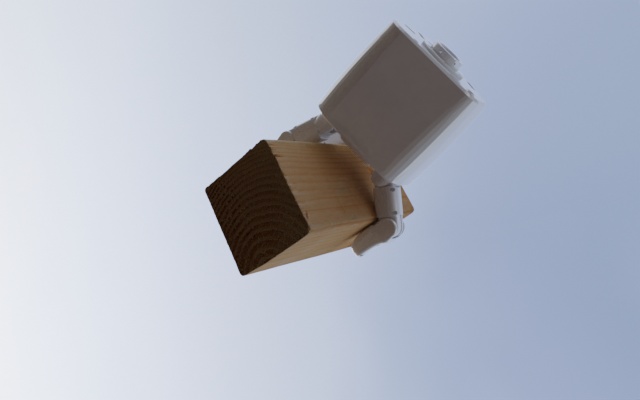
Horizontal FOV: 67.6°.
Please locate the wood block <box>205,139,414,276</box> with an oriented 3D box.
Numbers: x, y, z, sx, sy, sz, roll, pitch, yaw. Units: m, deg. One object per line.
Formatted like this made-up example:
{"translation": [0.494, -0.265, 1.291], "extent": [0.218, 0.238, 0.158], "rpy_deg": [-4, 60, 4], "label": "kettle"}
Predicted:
{"translation": [0.001, 0.002, 0.487], "extent": [0.090, 0.090, 0.206], "rpy_deg": [-35, -16, 31], "label": "wood block"}
